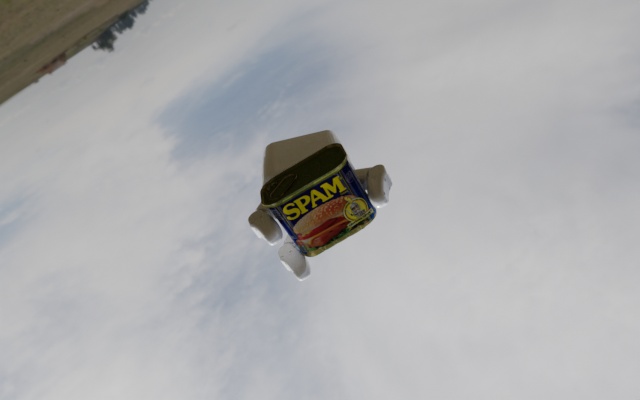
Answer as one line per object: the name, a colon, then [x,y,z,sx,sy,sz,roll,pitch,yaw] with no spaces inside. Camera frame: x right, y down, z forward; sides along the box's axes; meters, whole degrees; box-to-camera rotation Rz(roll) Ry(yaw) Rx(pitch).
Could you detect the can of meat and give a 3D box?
can of meat: [0.000,0.002,0.517,0.102,0.084,0.057,-30,30,6]
